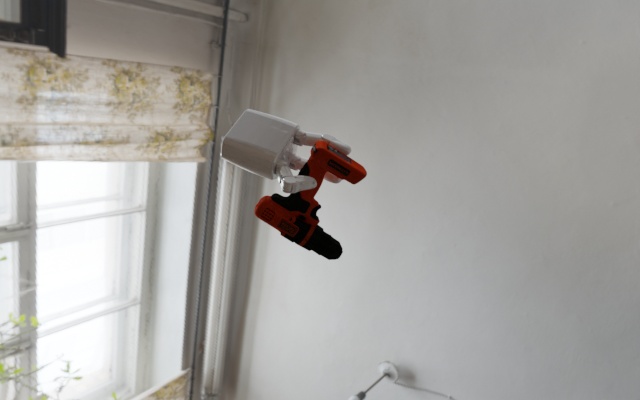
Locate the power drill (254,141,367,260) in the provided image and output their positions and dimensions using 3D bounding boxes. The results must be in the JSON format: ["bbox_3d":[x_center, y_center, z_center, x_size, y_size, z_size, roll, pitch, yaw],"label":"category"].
[{"bbox_3d":[0.000,0.002,0.860,0.184,0.188,0.057,32,17,-13],"label":"power drill"}]
